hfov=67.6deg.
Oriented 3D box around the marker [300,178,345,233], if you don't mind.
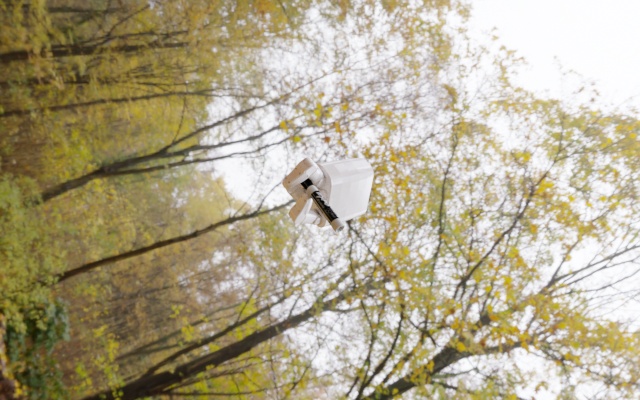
[{"bbox_3d":[0.000,0.003,0.780,0.020,0.121,0.020,-27,-31,-17],"label":"marker"}]
